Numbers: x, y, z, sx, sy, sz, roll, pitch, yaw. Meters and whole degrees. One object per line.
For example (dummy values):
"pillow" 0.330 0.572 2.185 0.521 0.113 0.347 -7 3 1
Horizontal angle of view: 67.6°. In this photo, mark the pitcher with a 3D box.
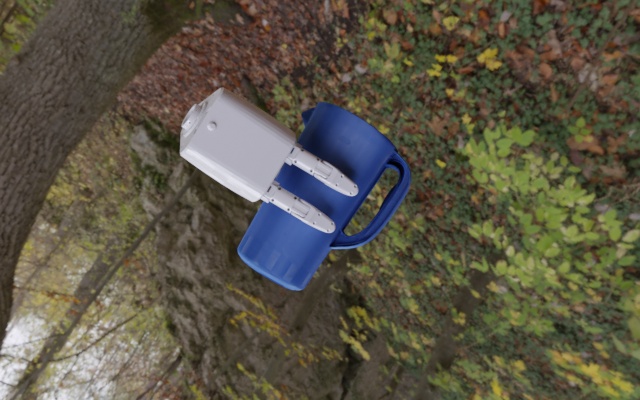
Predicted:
"pitcher" 0.000 0.002 0.659 0.145 0.243 0.149 33 -3 -29
